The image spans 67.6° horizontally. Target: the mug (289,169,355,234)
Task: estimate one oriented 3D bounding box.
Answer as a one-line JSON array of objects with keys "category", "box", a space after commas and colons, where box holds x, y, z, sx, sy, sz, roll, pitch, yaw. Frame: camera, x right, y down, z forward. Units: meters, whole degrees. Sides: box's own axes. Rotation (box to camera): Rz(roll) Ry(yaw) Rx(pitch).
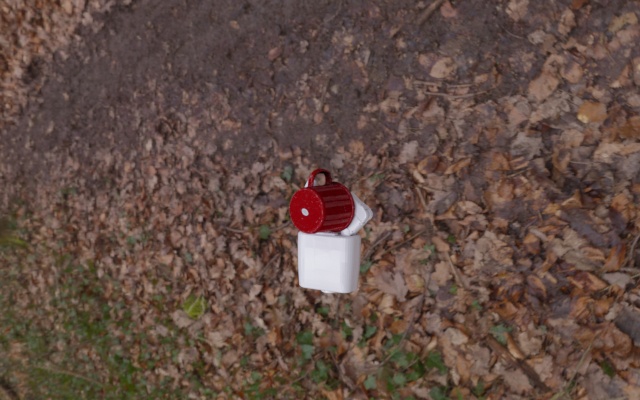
[{"category": "mug", "box": [0.000, 0.001, 0.840, 0.093, 0.117, 0.081, 6, 8, 39]}]
